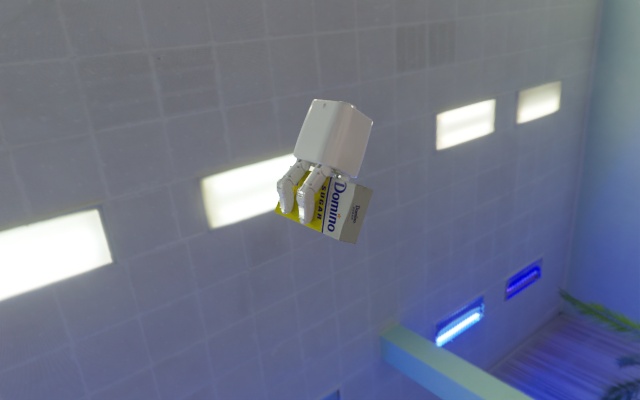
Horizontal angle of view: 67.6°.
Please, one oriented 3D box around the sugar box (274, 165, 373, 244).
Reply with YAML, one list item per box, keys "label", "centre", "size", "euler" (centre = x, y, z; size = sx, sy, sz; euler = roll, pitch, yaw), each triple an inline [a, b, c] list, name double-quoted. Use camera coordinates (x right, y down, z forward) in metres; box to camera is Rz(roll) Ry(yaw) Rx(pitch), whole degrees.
- label: "sugar box"
  centre: [0.000, 0.002, 0.800]
  size: [0.048, 0.093, 0.176]
  euler: [17, 1, -40]
